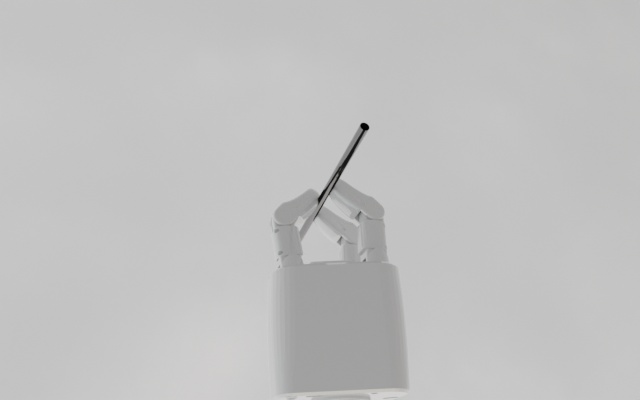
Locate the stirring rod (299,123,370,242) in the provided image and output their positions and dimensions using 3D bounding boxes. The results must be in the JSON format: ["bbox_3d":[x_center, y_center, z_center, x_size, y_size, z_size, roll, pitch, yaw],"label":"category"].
[{"bbox_3d":[0.000,0.002,0.471,0.011,0.011,0.240,0,-29,-19],"label":"stirring rod"}]
